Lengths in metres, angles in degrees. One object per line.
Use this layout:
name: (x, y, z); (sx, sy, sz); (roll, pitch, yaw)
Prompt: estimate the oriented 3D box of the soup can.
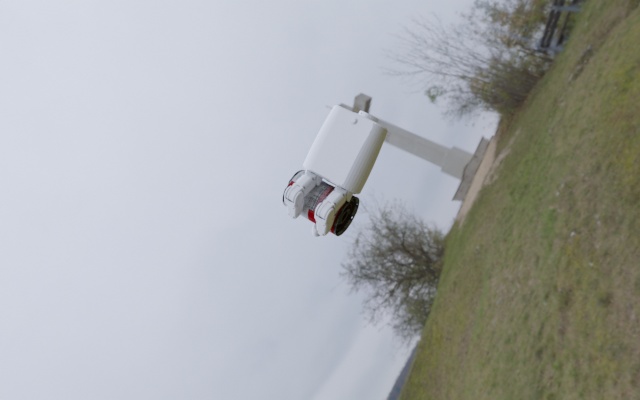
soup can: (0.000, 0.003, 0.748); (0.102, 0.068, 0.068); (29, 11, 20)
